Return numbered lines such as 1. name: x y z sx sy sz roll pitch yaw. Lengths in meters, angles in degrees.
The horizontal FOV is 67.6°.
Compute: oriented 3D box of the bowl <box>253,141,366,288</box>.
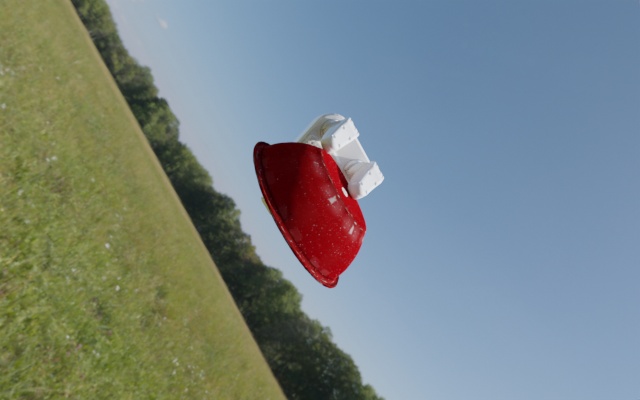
1. bowl: 0.001 0.002 0.469 0.055 0.162 0.162 -27 -6 12
